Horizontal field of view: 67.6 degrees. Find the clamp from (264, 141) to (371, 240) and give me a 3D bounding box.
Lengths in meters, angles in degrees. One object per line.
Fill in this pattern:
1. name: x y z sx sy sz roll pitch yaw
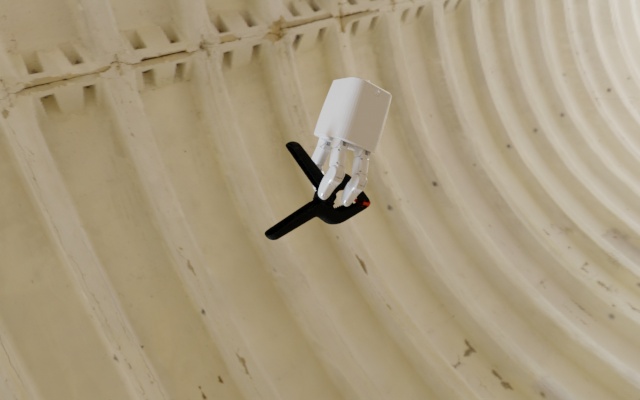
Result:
1. clamp: 0.000 0.002 0.829 0.210 0.164 0.036 16 7 -40
